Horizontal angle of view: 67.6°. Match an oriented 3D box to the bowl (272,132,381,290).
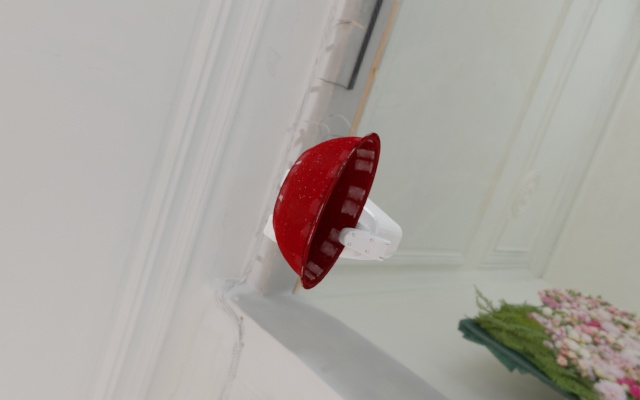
[{"bbox_3d":[-0.001,0.001,0.461,0.055,0.162,0.162,24,7,15],"label":"bowl"}]
